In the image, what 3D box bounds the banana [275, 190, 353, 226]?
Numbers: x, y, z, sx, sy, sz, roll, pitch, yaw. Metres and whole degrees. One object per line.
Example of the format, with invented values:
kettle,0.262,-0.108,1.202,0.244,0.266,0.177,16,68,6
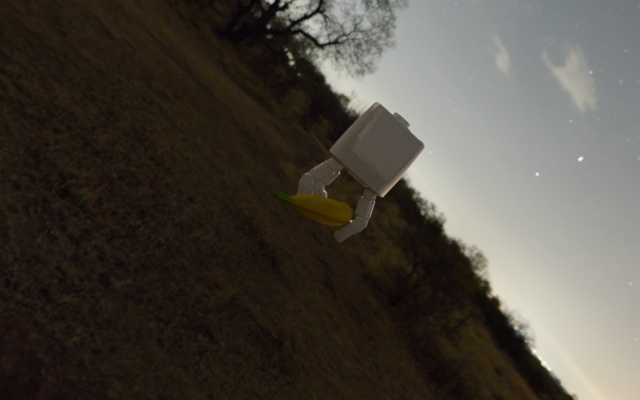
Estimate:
banana,0.012,0.012,0.728,0.069,0.037,0.198,38,10,27
